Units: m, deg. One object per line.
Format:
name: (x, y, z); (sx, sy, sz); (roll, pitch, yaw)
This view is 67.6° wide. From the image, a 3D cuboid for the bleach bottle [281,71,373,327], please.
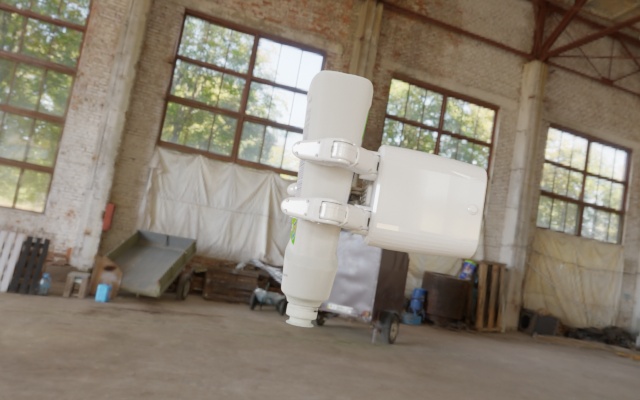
bleach bottle: (0.000, 0.002, 0.499); (0.068, 0.251, 0.102); (10, -5, -3)
